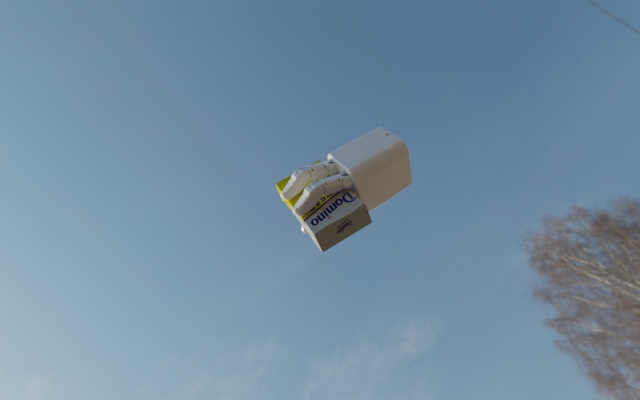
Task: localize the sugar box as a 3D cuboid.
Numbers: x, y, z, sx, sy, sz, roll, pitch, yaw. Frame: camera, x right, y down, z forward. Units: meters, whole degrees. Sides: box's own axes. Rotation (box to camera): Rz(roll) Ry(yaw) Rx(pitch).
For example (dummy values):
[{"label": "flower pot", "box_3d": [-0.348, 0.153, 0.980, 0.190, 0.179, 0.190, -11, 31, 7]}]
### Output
[{"label": "sugar box", "box_3d": [0.000, 0.002, 0.780, 0.093, 0.048, 0.176, -31, 34, -9]}]
